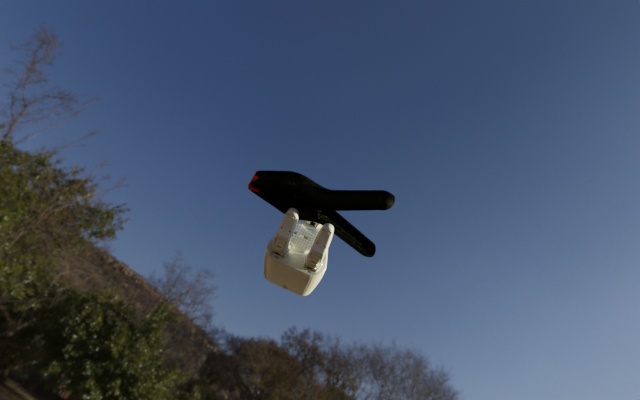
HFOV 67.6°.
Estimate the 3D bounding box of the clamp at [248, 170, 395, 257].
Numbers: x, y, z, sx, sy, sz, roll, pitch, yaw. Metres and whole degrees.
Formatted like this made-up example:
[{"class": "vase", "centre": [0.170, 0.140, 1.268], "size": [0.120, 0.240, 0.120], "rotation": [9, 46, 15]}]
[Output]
[{"class": "clamp", "centre": [0.000, 0.001, 0.666], "size": [0.210, 0.036, 0.165], "rotation": [24, -31, 2]}]
